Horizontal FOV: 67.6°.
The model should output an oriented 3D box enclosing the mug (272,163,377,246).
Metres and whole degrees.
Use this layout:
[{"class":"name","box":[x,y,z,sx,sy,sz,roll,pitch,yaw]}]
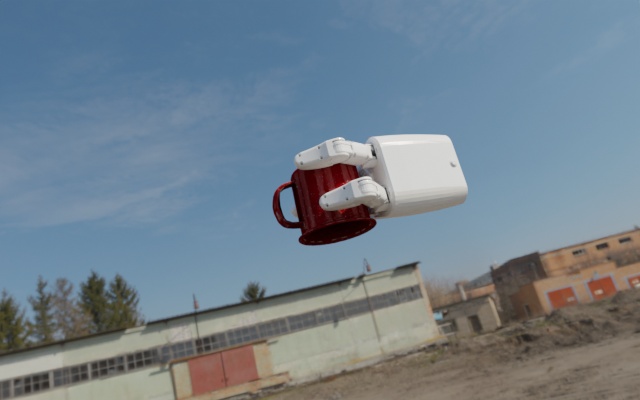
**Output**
[{"class":"mug","box":[-0.001,0.002,0.558,0.117,0.081,0.093,-6,-19,-21]}]
